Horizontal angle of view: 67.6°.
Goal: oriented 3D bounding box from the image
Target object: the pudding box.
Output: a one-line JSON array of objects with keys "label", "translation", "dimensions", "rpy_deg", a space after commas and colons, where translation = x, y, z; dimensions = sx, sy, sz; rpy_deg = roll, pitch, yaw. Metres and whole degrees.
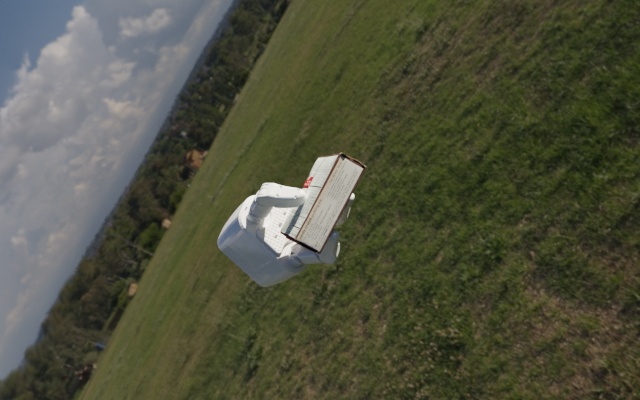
[{"label": "pudding box", "translation": [0.000, 0.002, 0.561], "dimensions": [0.039, 0.113, 0.090], "rpy_deg": [28, -5, -15]}]
